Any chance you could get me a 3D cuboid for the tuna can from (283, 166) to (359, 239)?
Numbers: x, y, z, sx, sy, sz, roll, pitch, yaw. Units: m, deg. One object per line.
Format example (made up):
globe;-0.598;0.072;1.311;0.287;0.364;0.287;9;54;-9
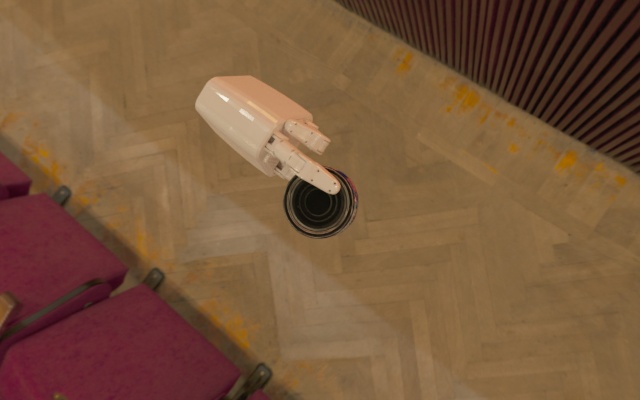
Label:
tuna can;0.000;0.002;0.560;0.086;0.086;0.034;0;0;12
